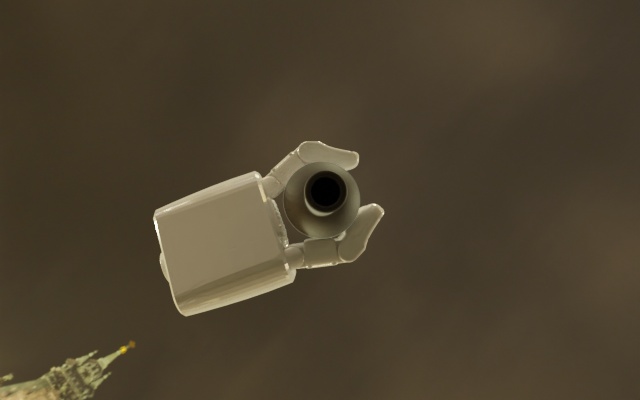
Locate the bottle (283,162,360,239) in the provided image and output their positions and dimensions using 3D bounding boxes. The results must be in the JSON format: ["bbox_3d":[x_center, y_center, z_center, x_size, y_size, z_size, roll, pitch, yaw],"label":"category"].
[{"bbox_3d":[0.000,0.001,0.447,0.069,0.069,0.296,0,-3,-1],"label":"bottle"}]
